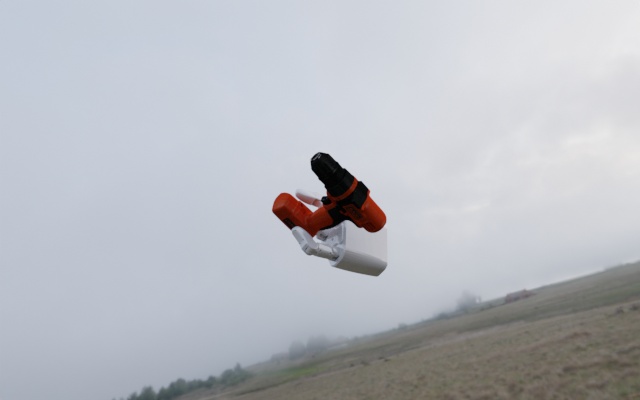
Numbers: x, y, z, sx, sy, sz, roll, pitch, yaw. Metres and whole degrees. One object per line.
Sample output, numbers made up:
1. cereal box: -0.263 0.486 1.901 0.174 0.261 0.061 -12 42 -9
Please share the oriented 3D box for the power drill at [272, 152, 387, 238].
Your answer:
1. power drill: 0.000 0.003 0.855 0.188 0.057 0.184 -17 -54 44
